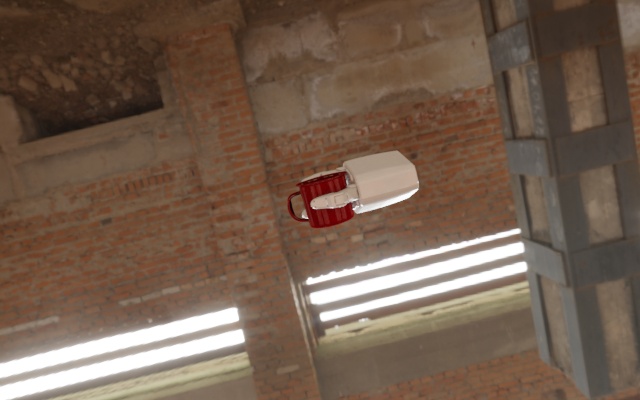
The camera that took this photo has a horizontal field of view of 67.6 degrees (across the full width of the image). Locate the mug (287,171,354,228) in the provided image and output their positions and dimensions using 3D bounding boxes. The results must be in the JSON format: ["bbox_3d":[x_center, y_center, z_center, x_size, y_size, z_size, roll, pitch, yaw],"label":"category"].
[{"bbox_3d":[-0.001,0.003,0.838,0.117,0.081,0.093,-15,8,-4],"label":"mug"}]
